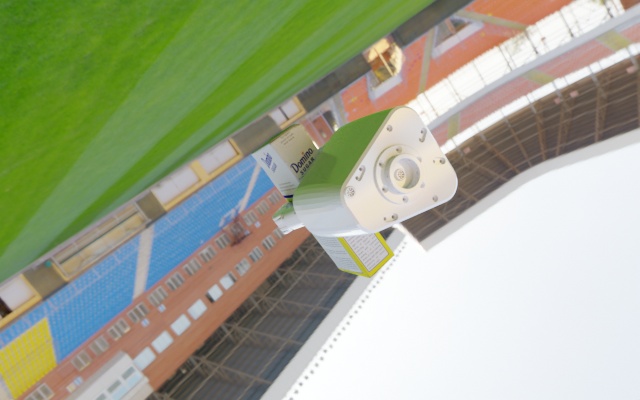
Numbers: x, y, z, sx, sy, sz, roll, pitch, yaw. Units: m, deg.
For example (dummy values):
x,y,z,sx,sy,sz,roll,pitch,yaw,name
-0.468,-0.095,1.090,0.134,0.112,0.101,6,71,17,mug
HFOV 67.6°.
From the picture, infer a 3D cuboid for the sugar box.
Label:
x,y,z,sx,sy,sz,roll,pitch,yaw,name
0.001,0.001,0.530,0.048,0.176,0.093,-38,11,-17,sugar box
